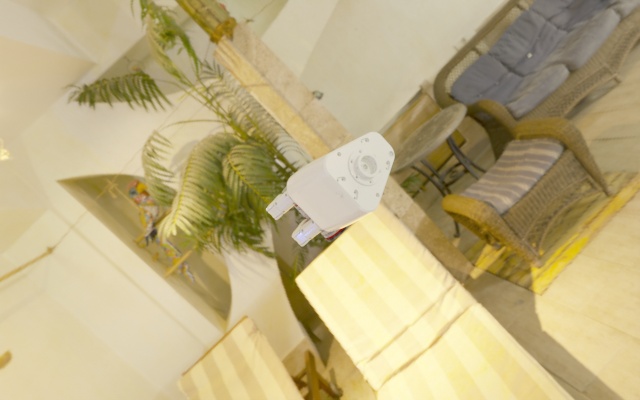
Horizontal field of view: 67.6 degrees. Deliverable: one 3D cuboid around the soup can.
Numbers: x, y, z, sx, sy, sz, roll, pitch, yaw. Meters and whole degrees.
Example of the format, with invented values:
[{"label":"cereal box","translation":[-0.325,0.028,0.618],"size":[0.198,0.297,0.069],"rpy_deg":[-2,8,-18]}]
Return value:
[{"label":"soup can","translation":[0.000,0.002,0.719],"size":[0.068,0.102,0.068],"rpy_deg":[-43,10,9]}]
